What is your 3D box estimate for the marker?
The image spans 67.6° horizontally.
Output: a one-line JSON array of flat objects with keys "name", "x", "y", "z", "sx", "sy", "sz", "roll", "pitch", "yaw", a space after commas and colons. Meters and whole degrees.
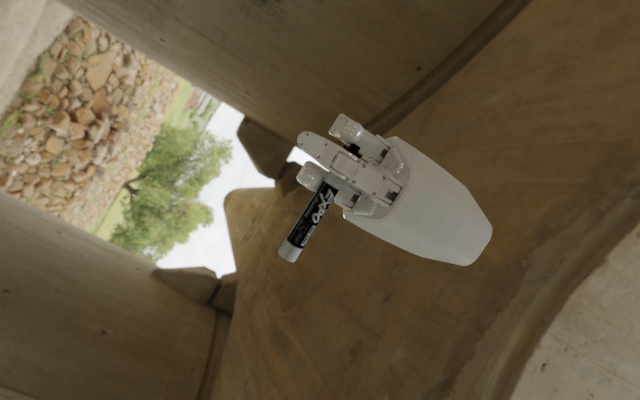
[{"name": "marker", "x": 0.000, "y": 0.001, "z": 0.432, "sx": 0.020, "sy": 0.121, "sz": 0.020, "roll": 32, "pitch": 8, "yaw": -5}]
